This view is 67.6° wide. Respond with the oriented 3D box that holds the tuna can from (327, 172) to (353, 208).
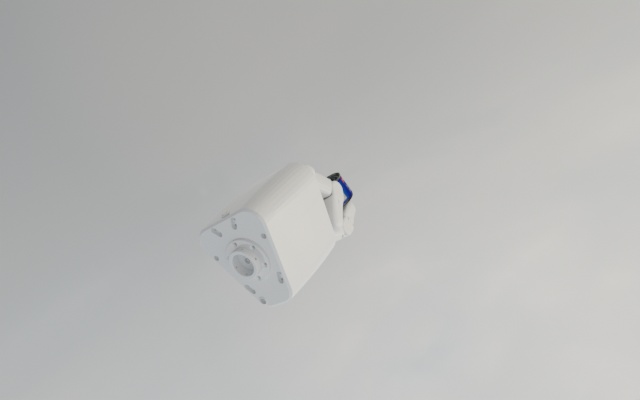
[{"bbox_3d":[0.000,0.002,0.630,0.086,0.034,0.086,-36,11,8],"label":"tuna can"}]
